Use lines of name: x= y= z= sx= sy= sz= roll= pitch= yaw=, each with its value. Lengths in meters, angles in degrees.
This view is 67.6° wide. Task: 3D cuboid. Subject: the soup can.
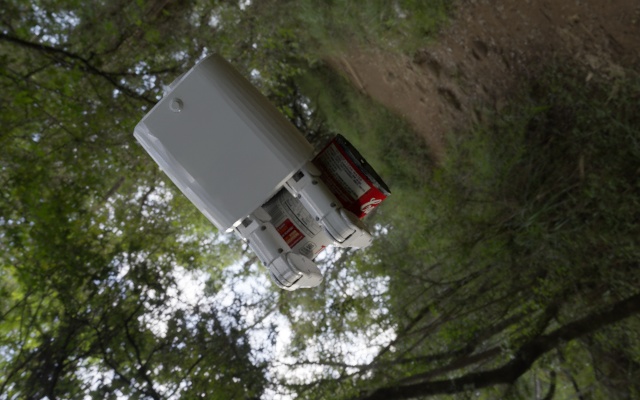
soup can: x=0.000 y=0.002 z=0.412 sx=0.102 sy=0.068 sz=0.068 roll=-41 pitch=-10 yaw=11
